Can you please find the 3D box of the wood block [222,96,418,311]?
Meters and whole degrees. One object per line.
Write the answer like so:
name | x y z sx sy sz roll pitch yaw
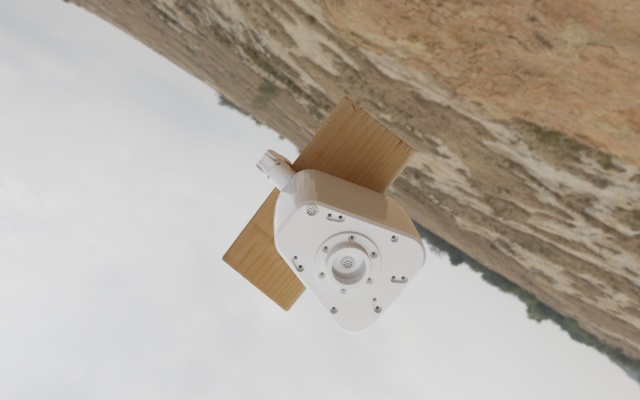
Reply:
wood block | 0.000 0.002 0.510 0.091 0.206 0.090 39 10 1
